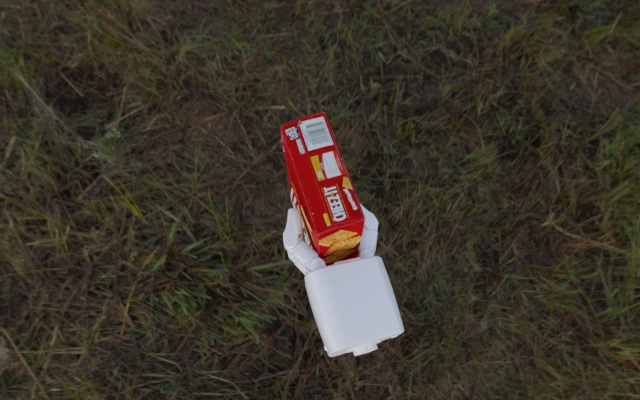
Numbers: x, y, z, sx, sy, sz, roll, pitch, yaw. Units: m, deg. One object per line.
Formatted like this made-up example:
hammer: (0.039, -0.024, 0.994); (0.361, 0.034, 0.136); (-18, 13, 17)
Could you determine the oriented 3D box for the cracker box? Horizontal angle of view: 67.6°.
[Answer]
cracker box: (0.000, 0.002, 0.691); (0.072, 0.164, 0.214); (-17, -21, -7)
